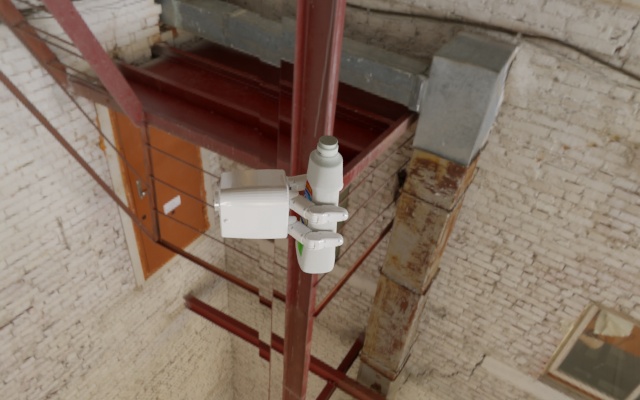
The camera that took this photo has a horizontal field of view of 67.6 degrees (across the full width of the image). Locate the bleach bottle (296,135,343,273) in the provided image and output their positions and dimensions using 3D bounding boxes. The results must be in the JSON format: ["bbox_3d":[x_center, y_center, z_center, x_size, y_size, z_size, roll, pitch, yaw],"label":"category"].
[{"bbox_3d":[0.000,0.003,0.787,0.068,0.251,0.102,-1,40,-8],"label":"bleach bottle"}]
